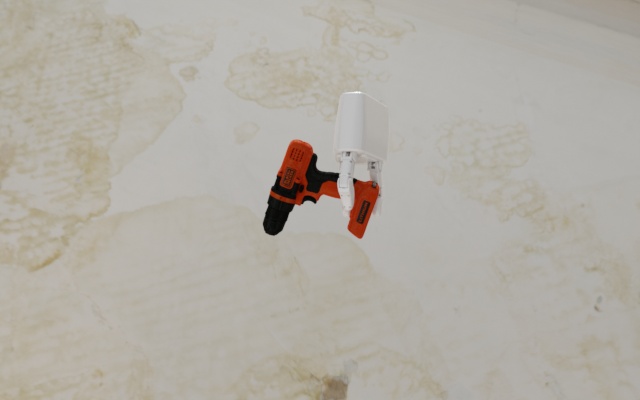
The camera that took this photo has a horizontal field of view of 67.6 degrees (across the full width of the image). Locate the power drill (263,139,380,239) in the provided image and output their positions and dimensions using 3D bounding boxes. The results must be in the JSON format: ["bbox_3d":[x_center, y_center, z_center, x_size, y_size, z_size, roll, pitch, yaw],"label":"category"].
[{"bbox_3d":[0.001,0.003,0.866,0.187,0.184,0.057,21,13,1],"label":"power drill"}]
